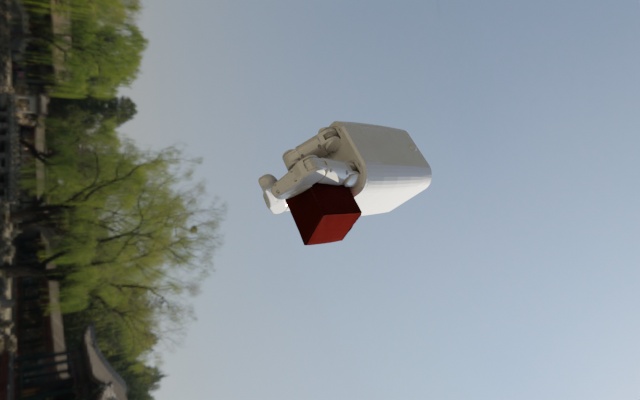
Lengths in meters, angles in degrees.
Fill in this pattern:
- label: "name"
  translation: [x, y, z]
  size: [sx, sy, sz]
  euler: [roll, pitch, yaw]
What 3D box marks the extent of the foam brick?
- label: "foam brick"
  translation: [0.000, 0.002, 0.522]
  size: [0.051, 0.078, 0.053]
  euler: [-1, -39, -33]
